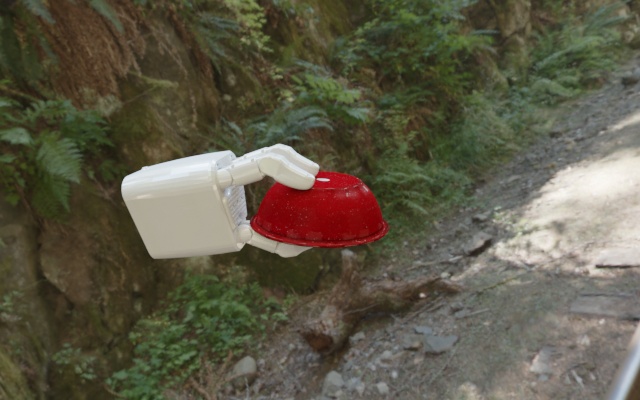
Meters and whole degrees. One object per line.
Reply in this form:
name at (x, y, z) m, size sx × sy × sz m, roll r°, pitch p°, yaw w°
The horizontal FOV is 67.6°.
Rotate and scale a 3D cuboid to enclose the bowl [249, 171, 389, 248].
bowl at (0.001, 0.001, 0.551) m, size 0.162 × 0.055 × 0.162 m, roll 3°, pitch 15°, yaw -1°
